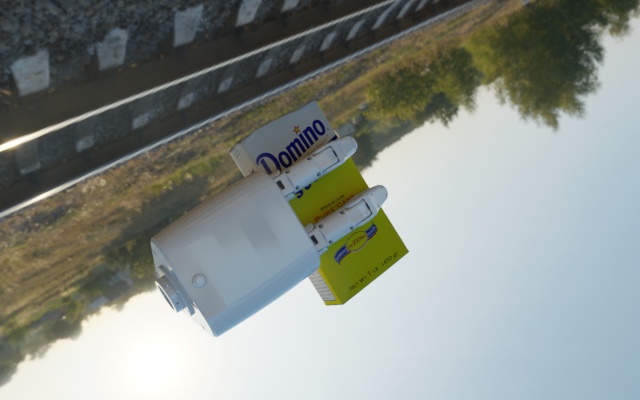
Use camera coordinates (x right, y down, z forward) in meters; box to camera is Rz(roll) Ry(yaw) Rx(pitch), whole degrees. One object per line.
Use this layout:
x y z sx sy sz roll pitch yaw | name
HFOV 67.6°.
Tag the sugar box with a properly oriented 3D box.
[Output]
0.000 0.002 0.458 0.093 0.176 0.048 -34 5 -26 | sugar box
